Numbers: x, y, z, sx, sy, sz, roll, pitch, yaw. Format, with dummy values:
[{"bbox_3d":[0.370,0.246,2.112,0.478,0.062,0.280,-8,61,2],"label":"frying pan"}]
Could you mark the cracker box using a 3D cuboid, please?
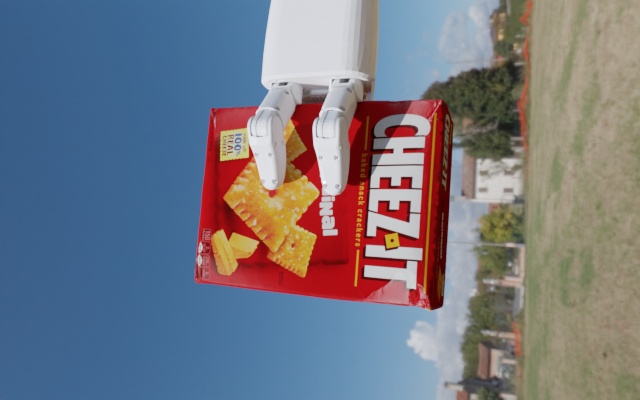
[{"bbox_3d":[0.000,0.001,0.419,0.213,0.164,0.072,2,-7,22],"label":"cracker box"}]
